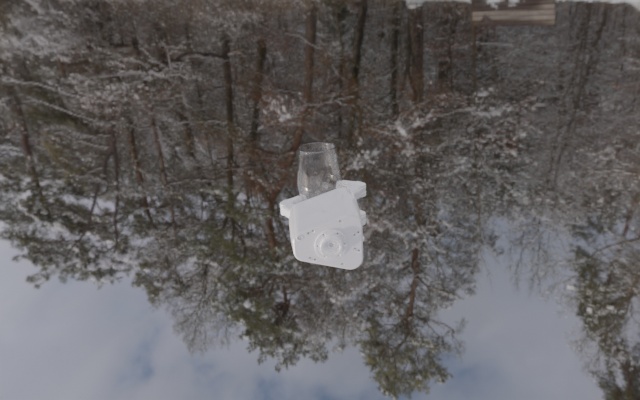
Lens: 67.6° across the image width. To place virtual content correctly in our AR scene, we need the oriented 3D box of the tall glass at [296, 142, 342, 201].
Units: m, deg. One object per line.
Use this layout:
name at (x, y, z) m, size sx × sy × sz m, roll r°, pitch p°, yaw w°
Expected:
tall glass at (0.000, 0.003, 0.830) m, size 0.079 × 0.201 × 0.079 m, roll -3°, pitch 22°, yaw 1°
